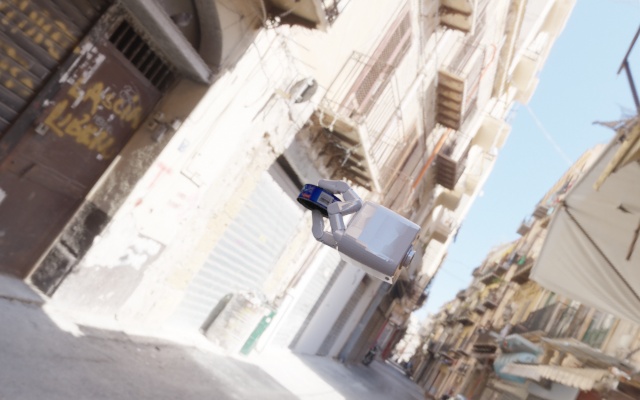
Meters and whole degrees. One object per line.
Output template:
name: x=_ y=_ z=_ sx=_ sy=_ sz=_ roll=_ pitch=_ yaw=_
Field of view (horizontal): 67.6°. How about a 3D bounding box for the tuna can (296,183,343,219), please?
tuna can: x=0.000 y=0.002 z=0.892 sx=0.086 sy=0.033 sz=0.086 roll=27 pitch=-12 yaw=6
